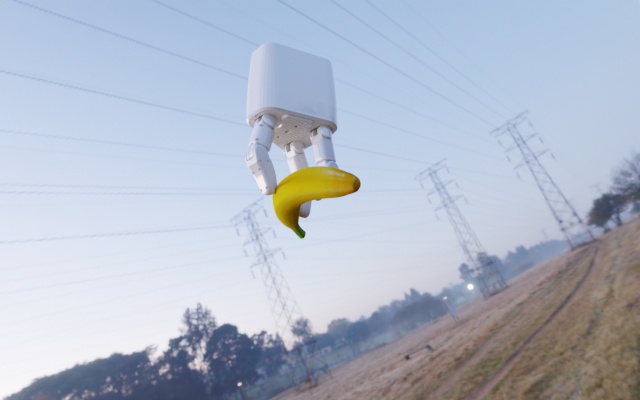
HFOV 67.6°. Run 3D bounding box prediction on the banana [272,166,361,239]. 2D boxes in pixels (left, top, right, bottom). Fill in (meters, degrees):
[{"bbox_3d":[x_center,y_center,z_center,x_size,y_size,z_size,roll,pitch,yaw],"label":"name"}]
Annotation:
[{"bbox_3d":[-0.018,-0.005,0.558,0.069,0.037,0.198,26,-24,-9],"label":"banana"}]
